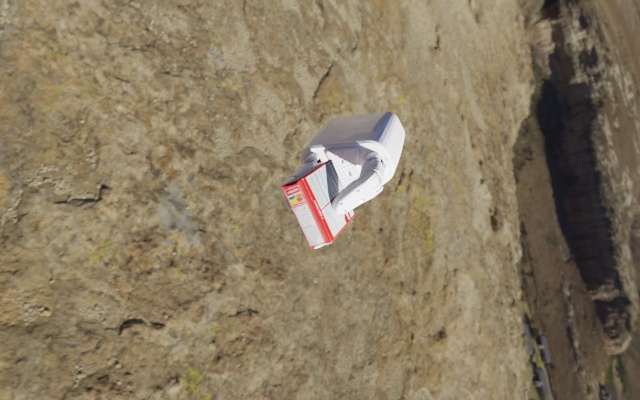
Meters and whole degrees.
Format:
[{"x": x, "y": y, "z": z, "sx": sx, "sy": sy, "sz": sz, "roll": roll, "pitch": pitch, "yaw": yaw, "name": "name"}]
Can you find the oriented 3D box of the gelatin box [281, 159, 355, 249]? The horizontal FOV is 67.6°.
[{"x": 0.000, "y": 0.002, "z": 0.521, "sx": 0.030, "sy": 0.073, "sz": 0.089, "roll": -20, "pitch": 10, "yaw": 26, "name": "gelatin box"}]
